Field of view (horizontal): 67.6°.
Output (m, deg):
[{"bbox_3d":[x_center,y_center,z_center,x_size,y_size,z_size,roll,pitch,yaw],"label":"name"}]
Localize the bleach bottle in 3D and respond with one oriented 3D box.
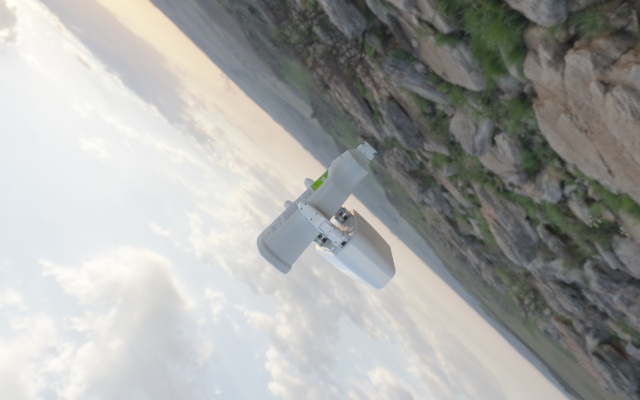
[{"bbox_3d":[0.000,0.003,0.802,0.068,0.251,0.102,42,3,-18],"label":"bleach bottle"}]
